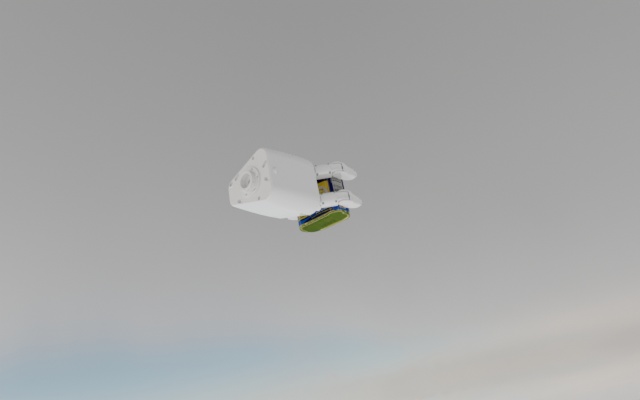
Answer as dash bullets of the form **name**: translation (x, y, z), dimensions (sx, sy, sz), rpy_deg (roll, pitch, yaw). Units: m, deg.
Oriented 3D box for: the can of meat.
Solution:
- **can of meat**: translation (0.000, 0.003, 0.865), dimensions (0.102, 0.084, 0.057), rpy_deg (-27, -28, 32)
